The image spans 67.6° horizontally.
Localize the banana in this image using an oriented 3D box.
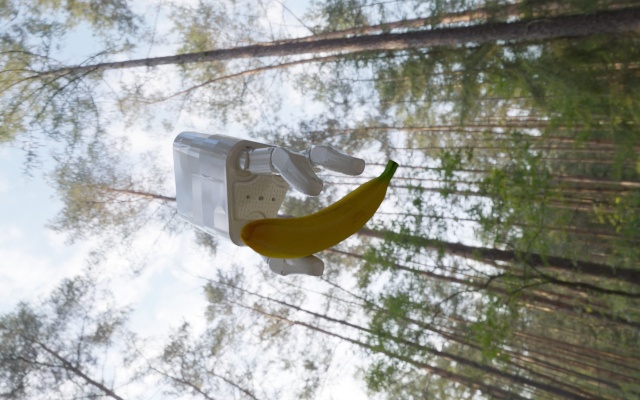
[{"bbox_3d":[0.002,0.017,0.451,0.037,0.070,0.197,25,37,36],"label":"banana"}]
